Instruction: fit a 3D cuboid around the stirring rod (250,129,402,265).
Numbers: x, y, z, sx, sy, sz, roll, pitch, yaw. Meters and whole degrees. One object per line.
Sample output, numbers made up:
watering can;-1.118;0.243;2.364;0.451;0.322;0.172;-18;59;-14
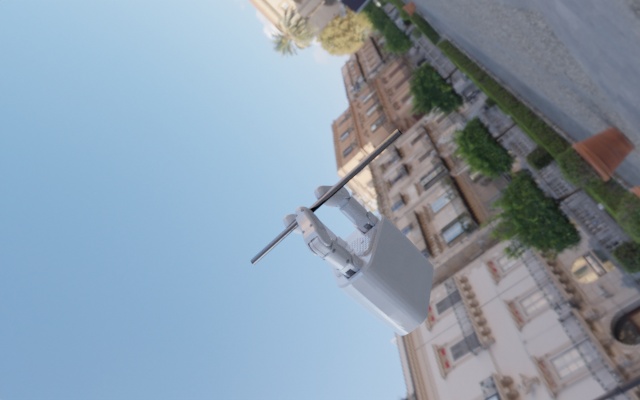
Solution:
stirring rod;0.000;0.002;0.548;0.239;0.011;0.011;-42;-18;21
